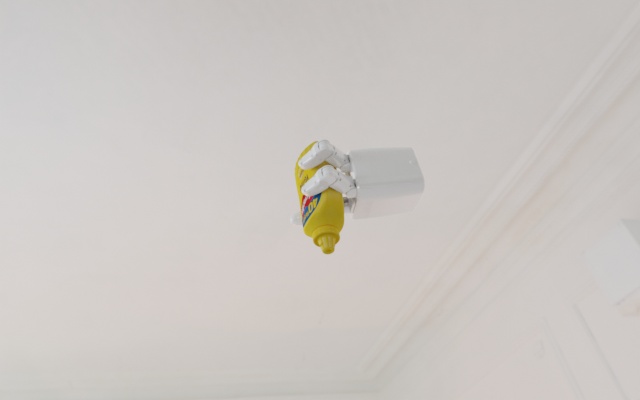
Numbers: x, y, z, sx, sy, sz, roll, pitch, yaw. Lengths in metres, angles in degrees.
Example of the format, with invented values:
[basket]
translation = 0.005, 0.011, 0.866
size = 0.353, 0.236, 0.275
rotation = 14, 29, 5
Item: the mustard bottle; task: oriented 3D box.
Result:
[mustard bottle]
translation = 0.000, 0.002, 0.754
size = 0.058, 0.191, 0.096
rotation = 12, -45, -24
